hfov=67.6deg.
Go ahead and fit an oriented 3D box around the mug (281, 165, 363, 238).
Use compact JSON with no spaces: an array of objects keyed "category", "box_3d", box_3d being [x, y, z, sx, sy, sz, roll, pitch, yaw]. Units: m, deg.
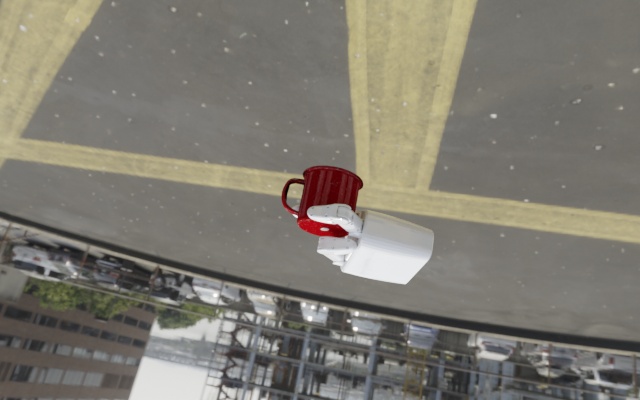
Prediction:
[{"category":"mug","box_3d":[-0.001,0.002,0.704,0.117,0.081,0.093,14,-21,-7]}]
